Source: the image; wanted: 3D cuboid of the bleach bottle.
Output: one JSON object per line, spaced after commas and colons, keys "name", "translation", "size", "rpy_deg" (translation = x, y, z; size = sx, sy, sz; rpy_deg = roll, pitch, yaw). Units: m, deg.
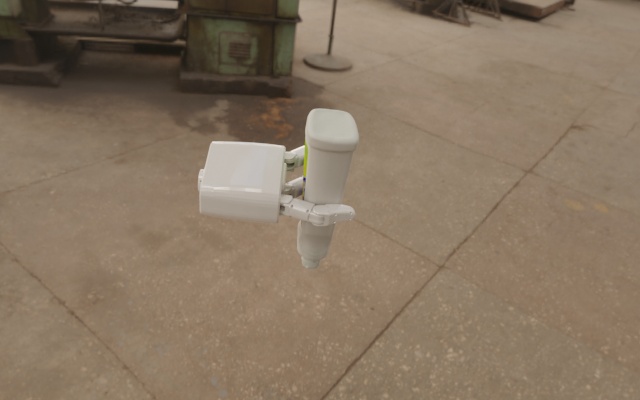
{"name": "bleach bottle", "translation": [0.000, 0.002, 0.688], "size": [0.068, 0.251, 0.102], "rpy_deg": [5, 34, -5]}
